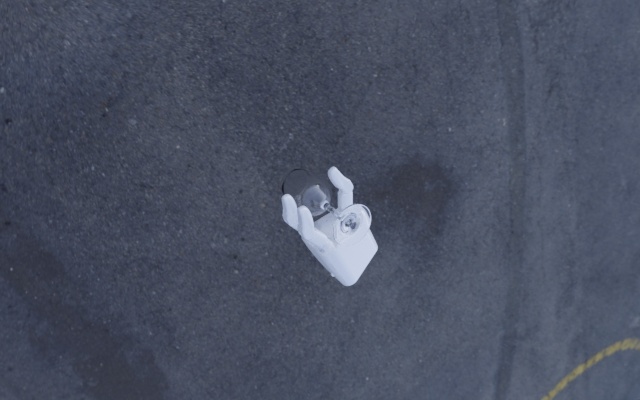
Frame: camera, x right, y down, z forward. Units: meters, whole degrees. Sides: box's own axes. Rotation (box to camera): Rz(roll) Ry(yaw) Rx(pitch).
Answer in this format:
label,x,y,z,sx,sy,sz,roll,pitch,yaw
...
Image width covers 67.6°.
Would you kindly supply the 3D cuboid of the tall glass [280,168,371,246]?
label,x,y,z,sx,sy,sz,roll,pitch,yaw
tall glass,0.000,0.003,0.836,0.079,0.079,0.201,0,22,-34
